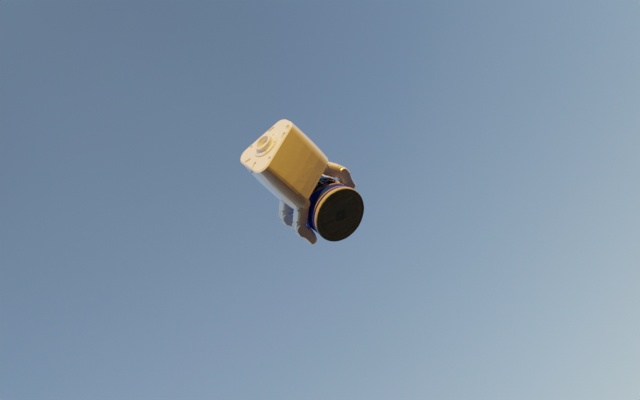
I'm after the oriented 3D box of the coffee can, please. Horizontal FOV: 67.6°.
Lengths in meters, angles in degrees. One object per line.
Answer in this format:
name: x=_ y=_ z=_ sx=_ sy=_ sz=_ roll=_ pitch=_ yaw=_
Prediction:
coffee can: x=0.000 y=0.003 z=0.900 sx=0.103 sy=0.103 sz=0.140 roll=0 pitch=20 yaw=-34
